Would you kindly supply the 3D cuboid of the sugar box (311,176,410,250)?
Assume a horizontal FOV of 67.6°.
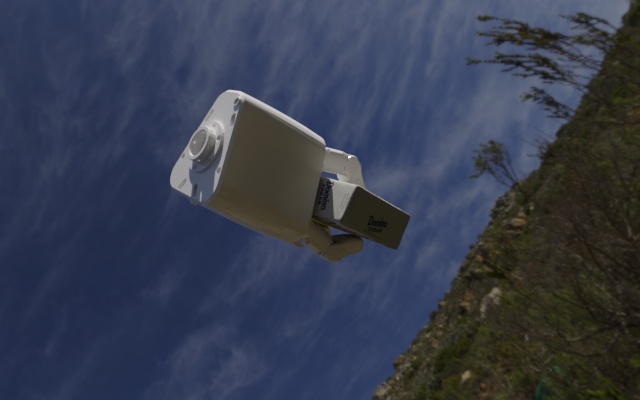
[{"bbox_3d":[0.000,0.002,0.524,0.093,0.048,0.176,27,-4,-42],"label":"sugar box"}]
